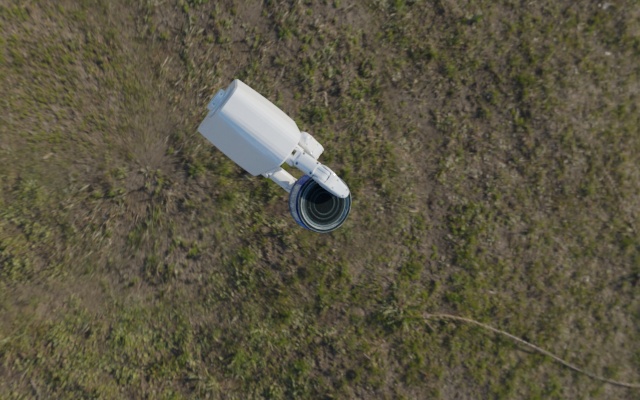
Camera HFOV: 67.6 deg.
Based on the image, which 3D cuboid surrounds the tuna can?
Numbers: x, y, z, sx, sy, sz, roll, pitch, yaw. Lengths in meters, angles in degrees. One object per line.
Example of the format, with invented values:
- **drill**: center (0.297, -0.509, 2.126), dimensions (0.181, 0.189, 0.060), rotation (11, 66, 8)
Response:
- **tuna can**: center (0.000, 0.002, 0.677), dimensions (0.086, 0.086, 0.033), rotation (0, 7, -24)
